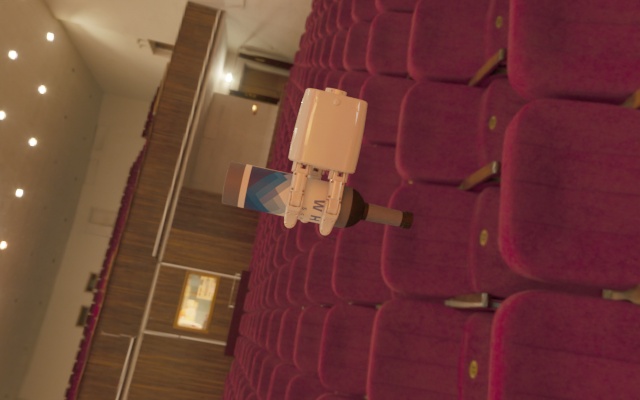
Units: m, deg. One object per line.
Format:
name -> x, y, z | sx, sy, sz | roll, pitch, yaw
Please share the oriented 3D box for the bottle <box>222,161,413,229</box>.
bottle -> 0.000, 0.002, 0.743 | 0.296, 0.069, 0.069 | 12, -1, -6
